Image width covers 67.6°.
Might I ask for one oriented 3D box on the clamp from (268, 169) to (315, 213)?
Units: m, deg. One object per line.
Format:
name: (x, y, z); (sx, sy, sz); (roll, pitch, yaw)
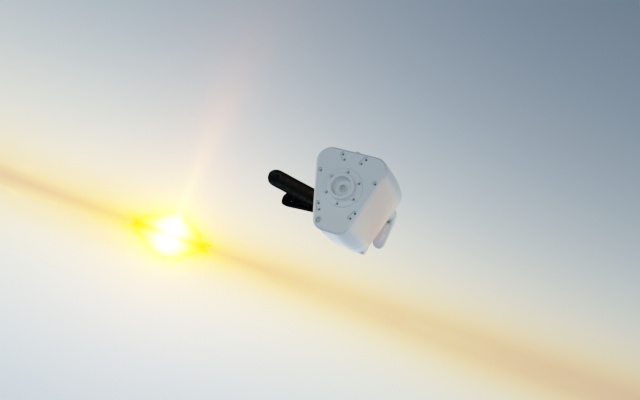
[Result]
clamp: (0.000, 0.003, 0.712); (0.171, 0.039, 0.120); (16, -10, 21)
